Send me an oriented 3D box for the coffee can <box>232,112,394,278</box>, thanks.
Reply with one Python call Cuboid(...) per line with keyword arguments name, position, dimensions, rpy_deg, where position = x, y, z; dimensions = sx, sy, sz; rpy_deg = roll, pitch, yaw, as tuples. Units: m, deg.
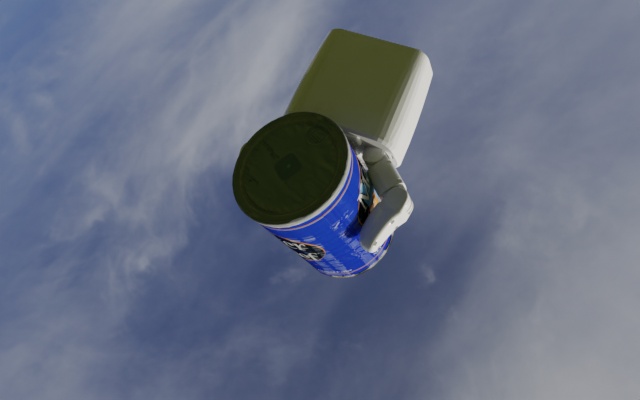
Cuboid(name="coffee can", position=(0.000, 0.002, 0.436), dimensions=(0.103, 0.102, 0.140), rpy_deg=(0, -25, 25))
